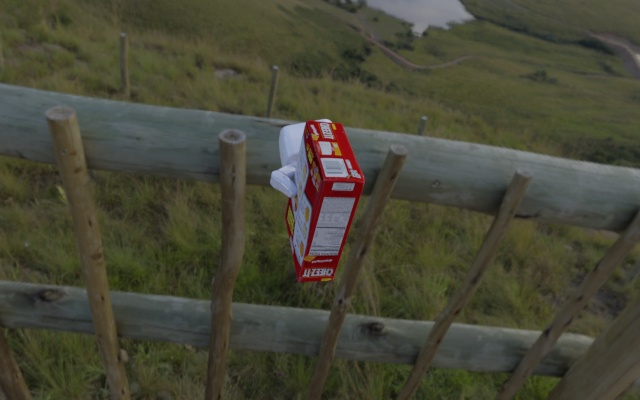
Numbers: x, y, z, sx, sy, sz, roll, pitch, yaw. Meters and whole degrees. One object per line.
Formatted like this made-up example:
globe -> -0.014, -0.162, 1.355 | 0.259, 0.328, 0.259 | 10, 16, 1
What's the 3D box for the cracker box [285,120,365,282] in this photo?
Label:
cracker box -> 0.000, 0.002, 0.785 | 0.072, 0.214, 0.164 | 2, 39, -15
